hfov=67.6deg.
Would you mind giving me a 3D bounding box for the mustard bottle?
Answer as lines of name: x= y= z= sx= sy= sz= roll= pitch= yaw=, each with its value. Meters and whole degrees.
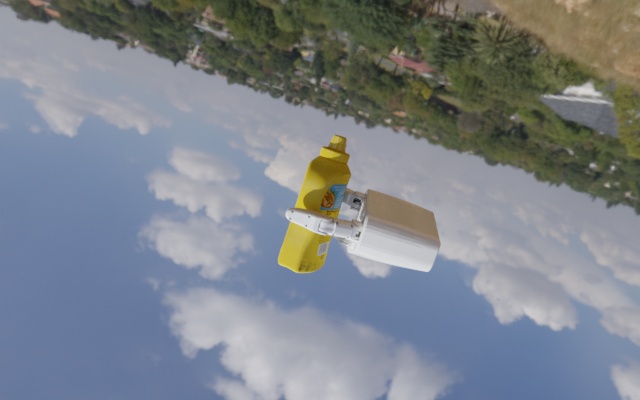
mustard bottle: x=0.000 y=0.002 z=0.670 sx=0.058 sy=0.192 sz=0.096 roll=22 pitch=12 yaw=22
